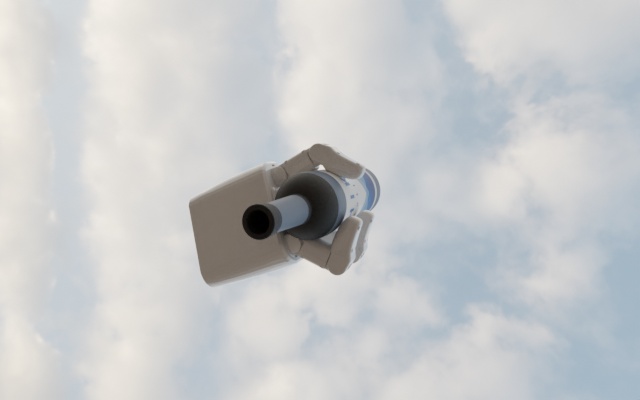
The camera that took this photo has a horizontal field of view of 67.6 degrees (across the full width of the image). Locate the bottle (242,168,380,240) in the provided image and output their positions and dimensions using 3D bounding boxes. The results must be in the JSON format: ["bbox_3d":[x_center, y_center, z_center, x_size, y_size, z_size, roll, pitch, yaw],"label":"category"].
[{"bbox_3d":[0.000,0.002,0.496,0.069,0.069,0.295,0,6,19],"label":"bottle"}]
